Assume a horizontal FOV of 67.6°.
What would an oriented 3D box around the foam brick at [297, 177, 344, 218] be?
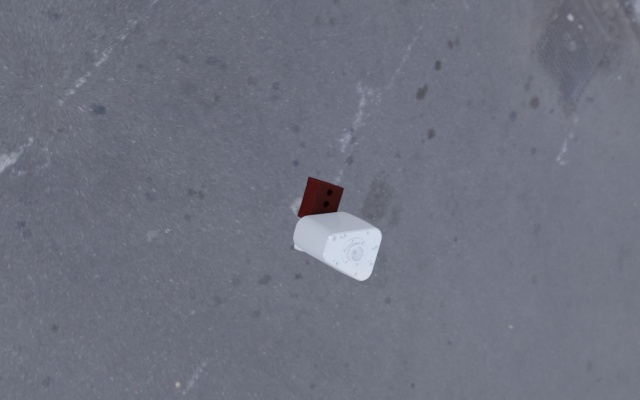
[{"bbox_3d":[0.000,0.003,0.870,0.053,0.078,0.051,13,5,-30],"label":"foam brick"}]
